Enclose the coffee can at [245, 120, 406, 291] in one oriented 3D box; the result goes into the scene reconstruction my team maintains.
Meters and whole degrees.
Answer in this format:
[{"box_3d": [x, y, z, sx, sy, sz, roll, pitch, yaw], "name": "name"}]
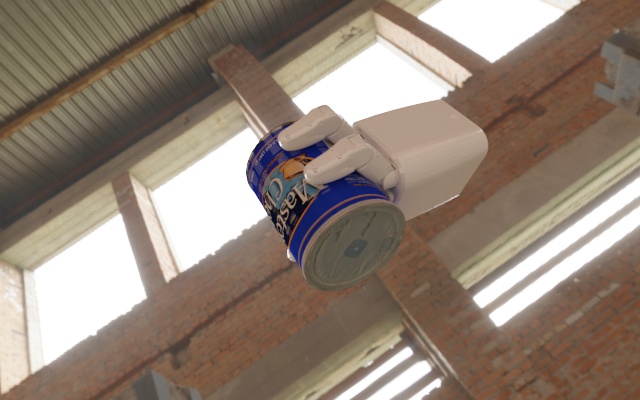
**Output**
[{"box_3d": [0.000, 0.002, 0.461, 0.103, 0.103, 0.140, 0, 37, -35], "name": "coffee can"}]
